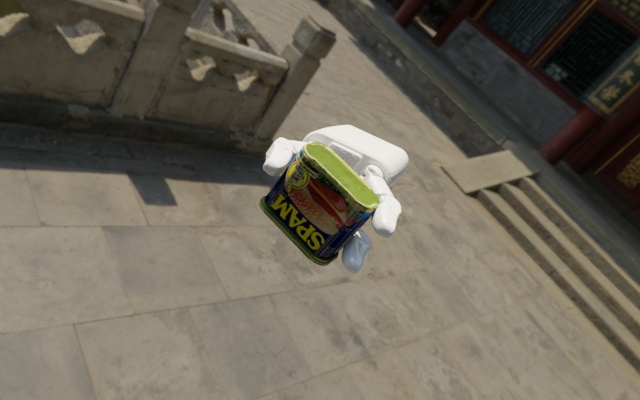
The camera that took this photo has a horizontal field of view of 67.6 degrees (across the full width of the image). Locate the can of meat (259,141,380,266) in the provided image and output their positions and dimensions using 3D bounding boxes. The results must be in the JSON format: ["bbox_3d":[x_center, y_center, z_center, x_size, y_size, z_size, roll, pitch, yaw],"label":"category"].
[{"bbox_3d":[0.000,0.001,0.496,0.084,0.102,0.057,-51,-13,26],"label":"can of meat"}]
